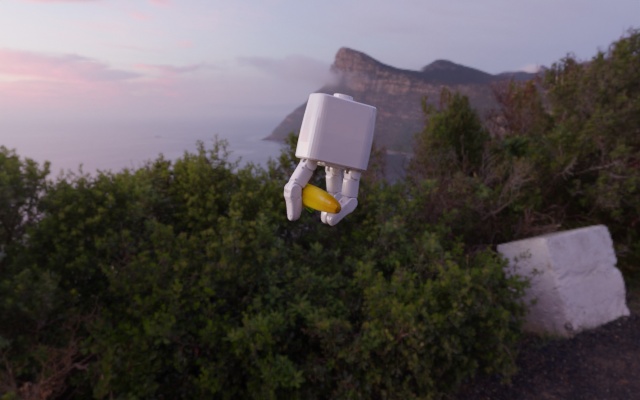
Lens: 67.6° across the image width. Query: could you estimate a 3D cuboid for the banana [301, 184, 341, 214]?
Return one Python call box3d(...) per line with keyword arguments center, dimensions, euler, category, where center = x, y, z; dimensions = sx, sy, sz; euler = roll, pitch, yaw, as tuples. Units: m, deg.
box3d(center=(-0.017, -0.005, 0.804), dimensions=(0.069, 0.037, 0.198), euler=(26, -5, -11), category="banana")
